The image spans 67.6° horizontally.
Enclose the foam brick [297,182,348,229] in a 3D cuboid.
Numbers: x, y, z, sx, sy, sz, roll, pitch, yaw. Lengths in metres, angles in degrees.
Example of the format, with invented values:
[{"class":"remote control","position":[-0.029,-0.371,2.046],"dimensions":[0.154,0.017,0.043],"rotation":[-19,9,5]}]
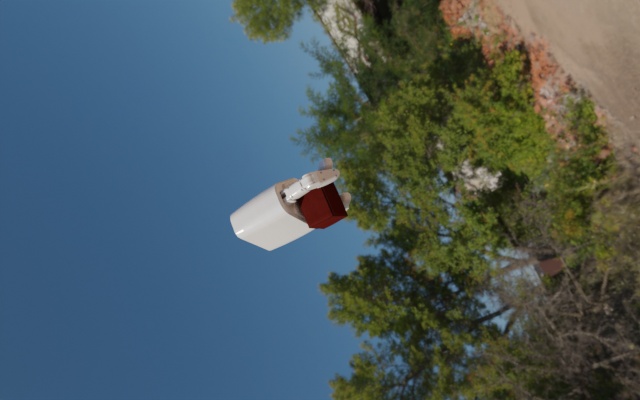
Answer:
[{"class":"foam brick","position":[0.000,0.003,0.785],"dimensions":[0.051,0.078,0.053],"rotation":[-31,-18,24]}]
